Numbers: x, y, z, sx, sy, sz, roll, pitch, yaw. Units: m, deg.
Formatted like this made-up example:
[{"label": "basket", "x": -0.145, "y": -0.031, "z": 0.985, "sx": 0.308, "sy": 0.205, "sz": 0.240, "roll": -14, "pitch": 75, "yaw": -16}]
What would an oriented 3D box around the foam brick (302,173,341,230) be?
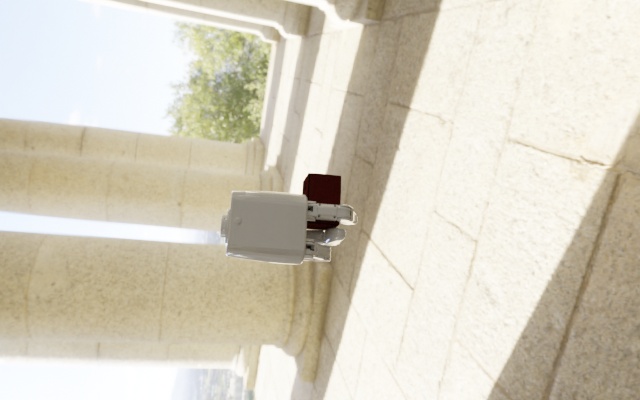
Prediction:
[{"label": "foam brick", "x": 0.000, "y": 0.002, "z": 0.722, "sx": 0.051, "sy": 0.078, "sz": 0.053, "roll": 5, "pitch": -14, "yaw": -10}]
